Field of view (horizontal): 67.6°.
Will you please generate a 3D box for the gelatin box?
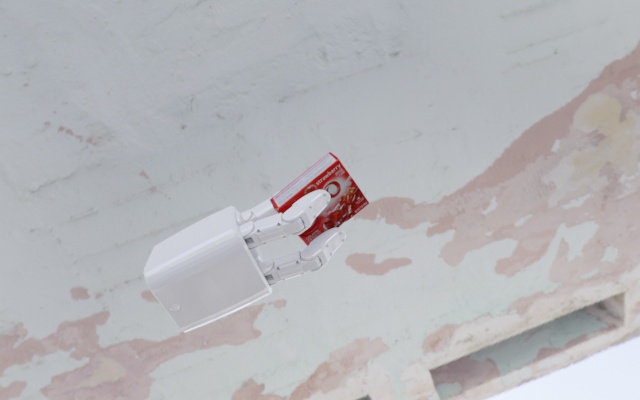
[{"bbox_3d":[0.000,0.001,0.539,0.089,0.073,0.030,-39,33,-1],"label":"gelatin box"}]
